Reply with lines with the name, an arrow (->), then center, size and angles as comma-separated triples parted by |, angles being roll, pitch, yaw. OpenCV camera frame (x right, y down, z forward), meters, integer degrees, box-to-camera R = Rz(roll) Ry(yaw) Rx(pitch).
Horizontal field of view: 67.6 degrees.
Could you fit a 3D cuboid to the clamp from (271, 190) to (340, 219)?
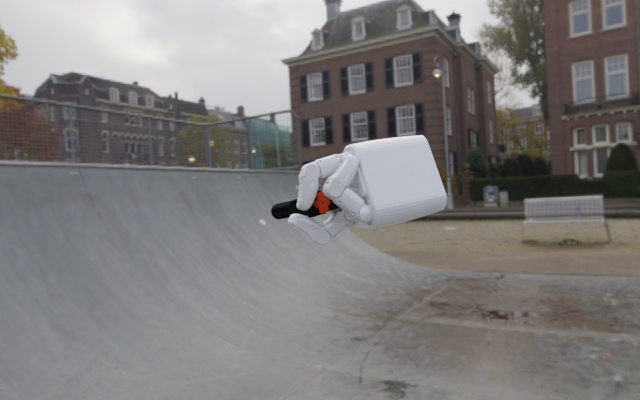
clamp -> 0.000, 0.002, 0.692 | 0.120, 0.039, 0.171 | -20, 5, -17
